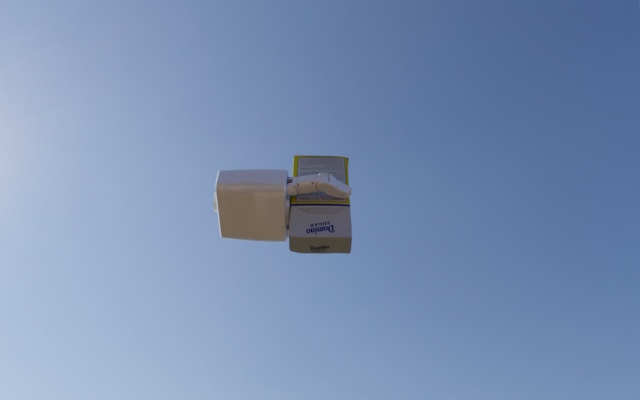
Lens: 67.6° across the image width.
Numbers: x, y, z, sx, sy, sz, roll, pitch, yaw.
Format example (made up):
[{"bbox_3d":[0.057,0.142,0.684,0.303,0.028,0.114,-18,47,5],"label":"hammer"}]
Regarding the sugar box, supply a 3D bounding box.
[{"bbox_3d":[0.000,0.003,0.750,0.093,0.176,0.048,1,-41,0],"label":"sugar box"}]
